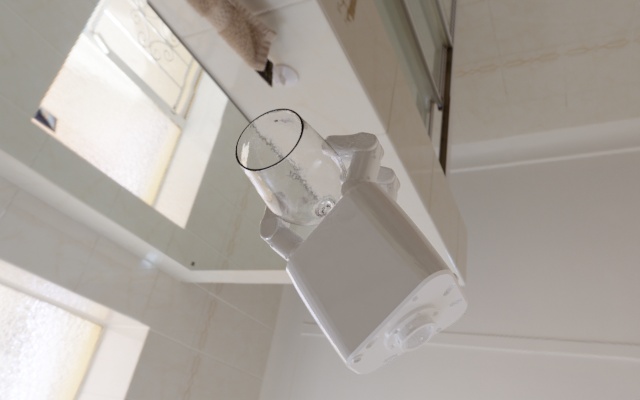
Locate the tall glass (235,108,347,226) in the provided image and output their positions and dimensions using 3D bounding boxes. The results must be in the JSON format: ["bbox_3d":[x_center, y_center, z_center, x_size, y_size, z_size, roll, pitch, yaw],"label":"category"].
[{"bbox_3d":[0.000,0.002,0.452,0.079,0.079,0.201,0,-31,29],"label":"tall glass"}]
